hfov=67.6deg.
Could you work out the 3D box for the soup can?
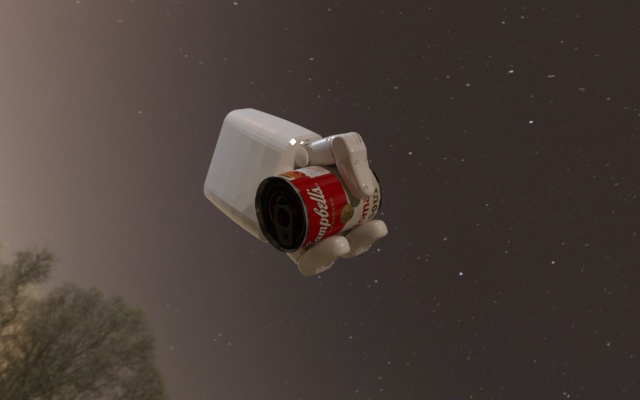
[{"bbox_3d":[0.001,0.001,0.442,0.102,0.068,0.068,-17,12,-43],"label":"soup can"}]
